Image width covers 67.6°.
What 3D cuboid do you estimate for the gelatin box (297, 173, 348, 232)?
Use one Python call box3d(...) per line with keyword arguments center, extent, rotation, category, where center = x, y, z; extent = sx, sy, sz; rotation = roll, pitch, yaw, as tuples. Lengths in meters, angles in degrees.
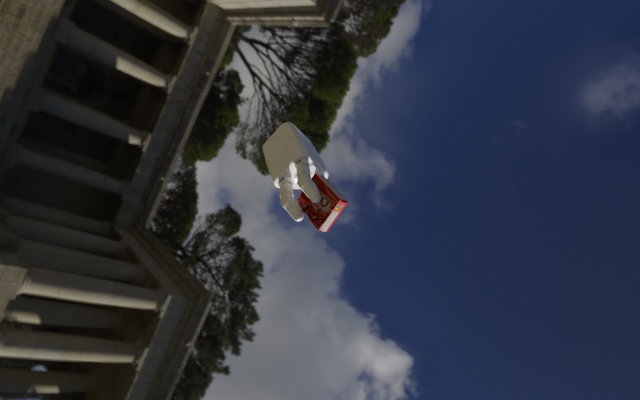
box3d(center=(0.001, 0.003, 0.899), extent=(0.030, 0.073, 0.089), rotation=(15, 26, -48), category="gelatin box")
